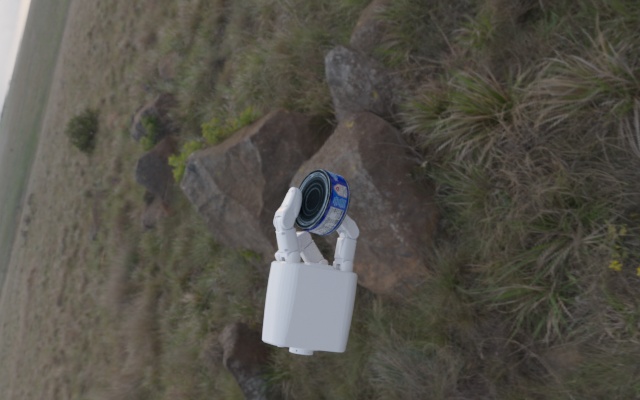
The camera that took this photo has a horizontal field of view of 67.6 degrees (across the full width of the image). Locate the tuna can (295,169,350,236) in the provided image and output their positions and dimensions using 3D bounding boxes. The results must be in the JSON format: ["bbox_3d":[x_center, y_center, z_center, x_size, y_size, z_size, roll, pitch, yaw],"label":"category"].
[{"bbox_3d":[0.000,0.002,0.638,0.034,0.086,0.086,19,-11,-33],"label":"tuna can"}]
